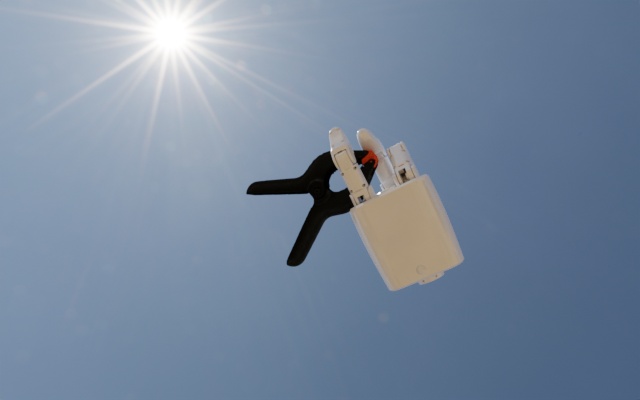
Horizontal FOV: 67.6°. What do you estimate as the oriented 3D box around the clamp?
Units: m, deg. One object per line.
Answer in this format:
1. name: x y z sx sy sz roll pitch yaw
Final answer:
1. clamp: 0.000 0.002 0.589 0.171 0.120 0.039 -26 -5 15
